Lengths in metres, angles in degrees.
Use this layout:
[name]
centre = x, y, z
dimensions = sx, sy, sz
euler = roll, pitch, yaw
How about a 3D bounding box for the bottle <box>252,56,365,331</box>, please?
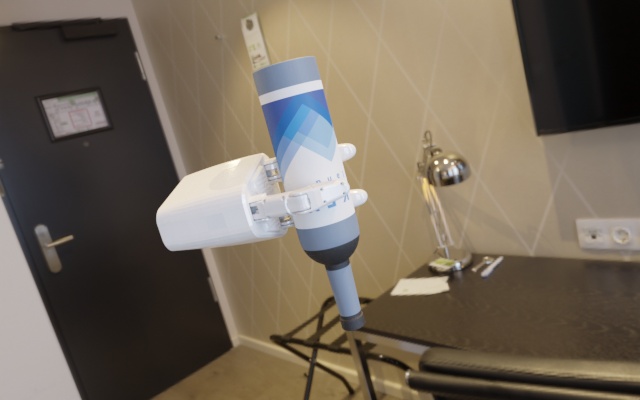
[bottle]
centre = 0.000, 0.001, 0.514
dimensions = 0.069, 0.296, 0.069
euler = -15, 10, 3
